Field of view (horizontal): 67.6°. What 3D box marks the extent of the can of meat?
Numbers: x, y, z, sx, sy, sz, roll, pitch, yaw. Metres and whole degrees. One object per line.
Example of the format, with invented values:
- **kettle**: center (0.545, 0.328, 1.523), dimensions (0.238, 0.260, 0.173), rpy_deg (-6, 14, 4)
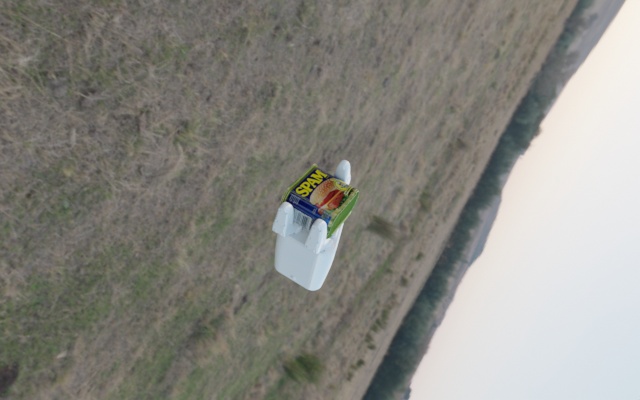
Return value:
- **can of meat**: center (0.000, 0.002, 0.718), dimensions (0.084, 0.057, 0.102), rpy_deg (29, 43, 14)
